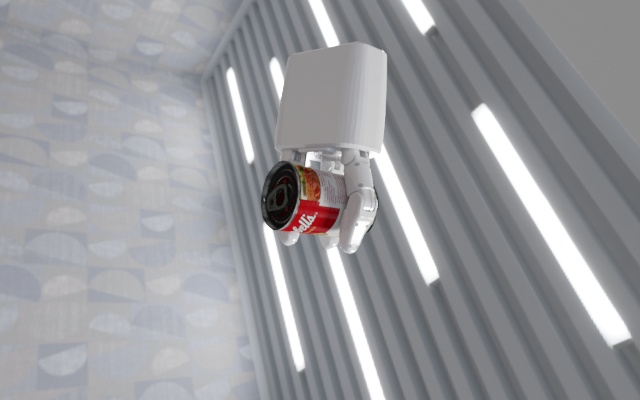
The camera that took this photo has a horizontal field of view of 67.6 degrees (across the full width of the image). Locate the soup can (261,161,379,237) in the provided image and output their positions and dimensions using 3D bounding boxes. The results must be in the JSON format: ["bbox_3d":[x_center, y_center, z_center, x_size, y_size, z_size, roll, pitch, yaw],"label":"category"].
[{"bbox_3d":[0.000,0.002,0.486,0.102,0.068,0.068,9,-6,-36],"label":"soup can"}]
